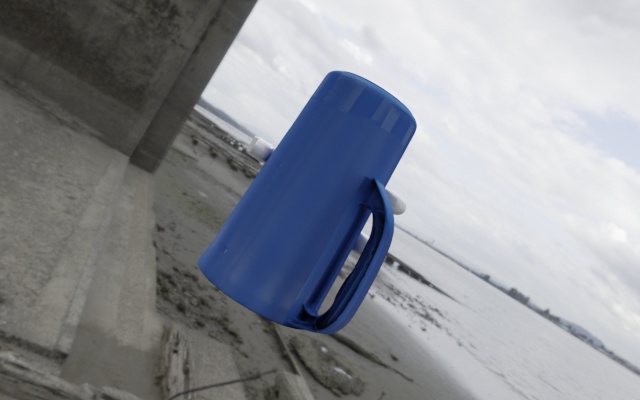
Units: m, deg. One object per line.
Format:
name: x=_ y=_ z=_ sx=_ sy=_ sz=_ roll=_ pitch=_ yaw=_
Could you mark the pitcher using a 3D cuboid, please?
pitcher: x=0.000 y=0.002 z=0.481 sx=0.149 sy=0.243 sz=0.145 roll=31 pitch=2 yaw=-5
